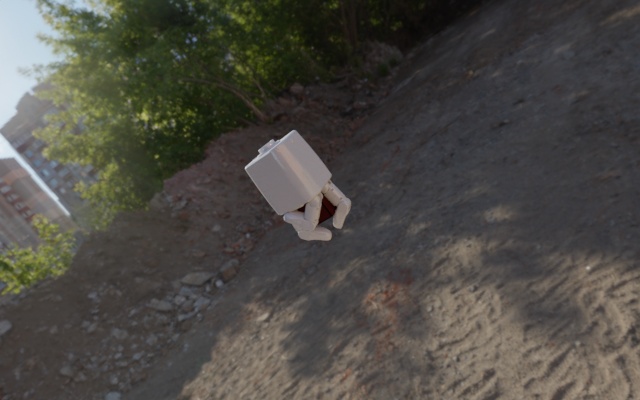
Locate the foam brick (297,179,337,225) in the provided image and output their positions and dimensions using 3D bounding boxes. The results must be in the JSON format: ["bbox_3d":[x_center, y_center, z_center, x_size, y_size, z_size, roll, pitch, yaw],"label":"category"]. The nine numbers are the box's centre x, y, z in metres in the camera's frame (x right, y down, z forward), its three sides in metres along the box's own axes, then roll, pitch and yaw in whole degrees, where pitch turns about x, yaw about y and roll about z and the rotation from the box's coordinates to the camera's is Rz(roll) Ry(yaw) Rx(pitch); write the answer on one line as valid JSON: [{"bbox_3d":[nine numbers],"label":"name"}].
[{"bbox_3d":[0.000,0.003,0.879,0.053,0.051,0.078,-32,12,30],"label":"foam brick"}]
